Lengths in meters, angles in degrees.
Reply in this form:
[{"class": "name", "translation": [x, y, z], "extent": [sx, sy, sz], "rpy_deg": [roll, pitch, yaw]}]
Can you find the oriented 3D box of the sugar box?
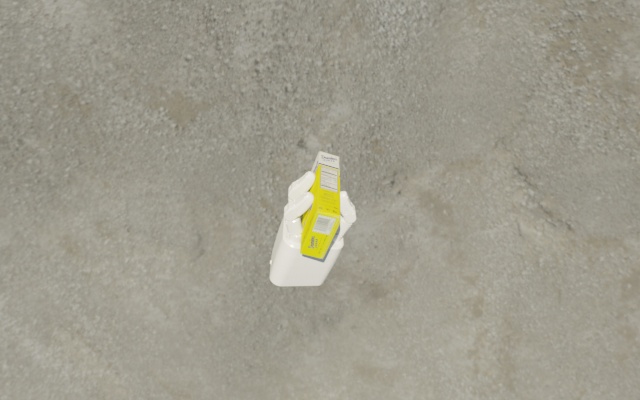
[{"class": "sugar box", "translation": [0.000, 0.003, 0.805], "extent": [0.048, 0.093, 0.176], "rpy_deg": [14, 35, -12]}]
